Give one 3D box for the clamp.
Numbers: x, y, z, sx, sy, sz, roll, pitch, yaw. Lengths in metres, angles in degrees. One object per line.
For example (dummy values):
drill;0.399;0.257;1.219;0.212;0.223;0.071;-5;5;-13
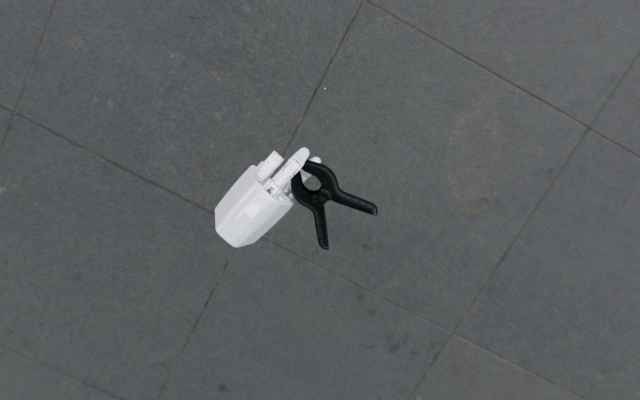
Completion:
clamp;0.000;0.003;0.815;0.171;0.120;0.039;42;9;-9
